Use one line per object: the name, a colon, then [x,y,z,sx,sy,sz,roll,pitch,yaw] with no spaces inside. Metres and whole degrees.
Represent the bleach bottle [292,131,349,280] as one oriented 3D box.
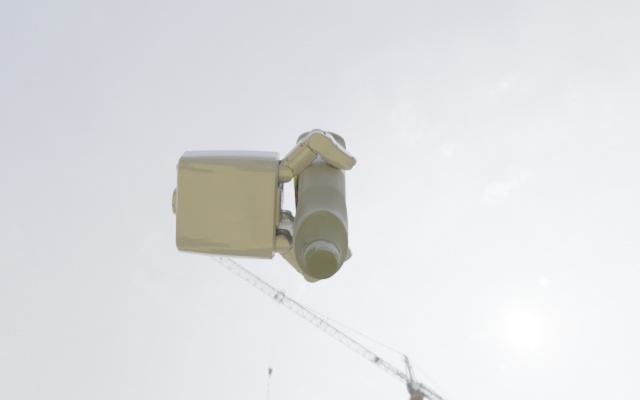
bleach bottle: [0.000,0.002,0.518,0.068,0.103,0.250,3,21,-2]
